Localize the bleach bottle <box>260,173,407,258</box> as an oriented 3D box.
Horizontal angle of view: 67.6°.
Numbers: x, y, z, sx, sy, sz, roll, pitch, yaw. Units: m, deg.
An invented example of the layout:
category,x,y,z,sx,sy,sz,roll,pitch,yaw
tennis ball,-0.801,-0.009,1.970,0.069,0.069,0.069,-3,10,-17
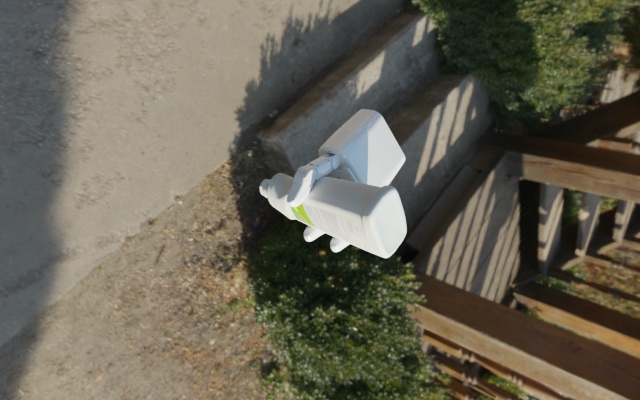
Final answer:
category,x,y,z,sx,sy,sz,roll,pitch,yaw
bleach bottle,0.000,0.002,0.700,0.251,0.103,0.068,18,55,39
